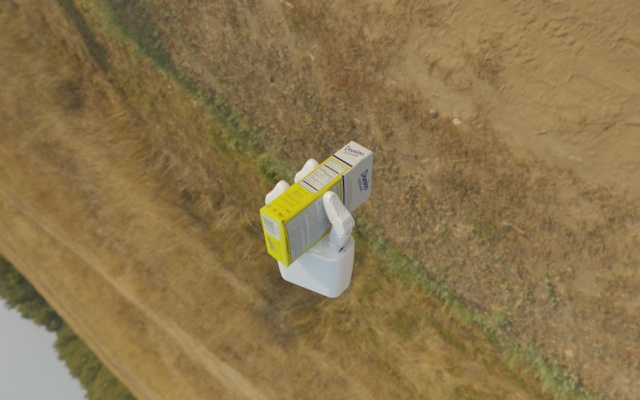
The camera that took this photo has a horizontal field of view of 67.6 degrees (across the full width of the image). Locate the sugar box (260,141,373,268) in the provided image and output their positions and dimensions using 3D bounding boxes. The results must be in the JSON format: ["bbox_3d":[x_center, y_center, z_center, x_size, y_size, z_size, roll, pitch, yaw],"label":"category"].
[{"bbox_3d":[0.000,0.002,0.654,0.048,0.093,0.176,32,55,28],"label":"sugar box"}]
